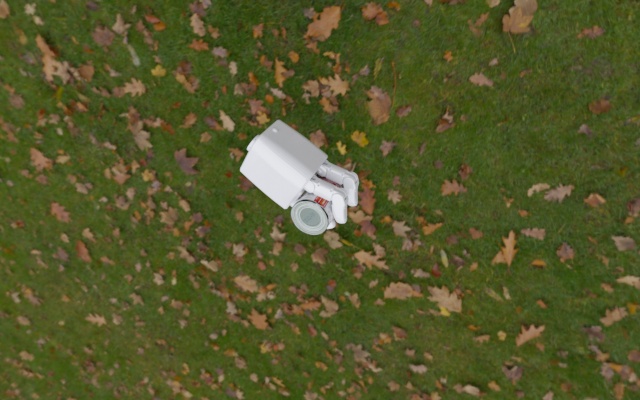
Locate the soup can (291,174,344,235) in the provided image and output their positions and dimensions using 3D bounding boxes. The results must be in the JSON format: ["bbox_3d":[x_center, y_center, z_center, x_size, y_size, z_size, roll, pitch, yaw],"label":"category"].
[{"bbox_3d":[0.000,0.003,0.806,0.068,0.068,0.102,0,31,25],"label":"soup can"}]
